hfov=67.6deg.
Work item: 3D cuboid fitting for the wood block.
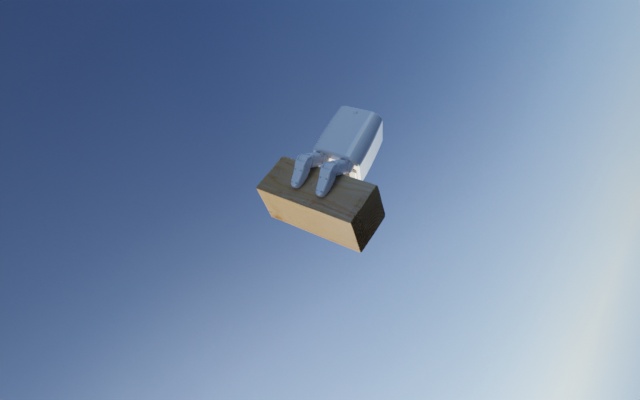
[{"bbox_3d":[0.000,0.003,0.859,0.206,0.090,0.091,20,-30,32],"label":"wood block"}]
